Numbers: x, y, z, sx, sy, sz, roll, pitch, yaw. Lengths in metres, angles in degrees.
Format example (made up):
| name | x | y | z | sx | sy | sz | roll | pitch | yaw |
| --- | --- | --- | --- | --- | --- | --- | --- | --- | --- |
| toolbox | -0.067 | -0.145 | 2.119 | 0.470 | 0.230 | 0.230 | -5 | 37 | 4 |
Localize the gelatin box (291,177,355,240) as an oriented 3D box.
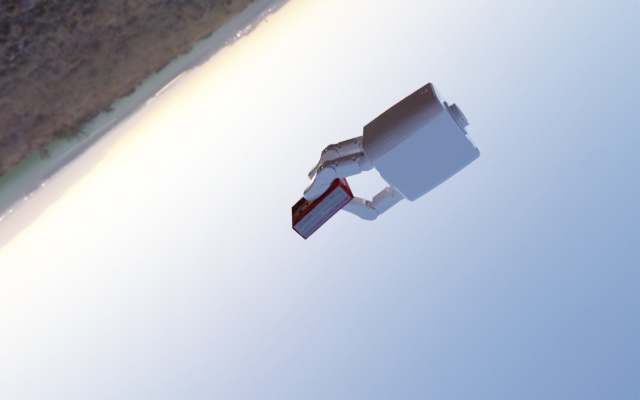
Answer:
| name | x | y | z | sx | sy | sz | roll | pitch | yaw |
| --- | --- | --- | --- | --- | --- | --- | --- | --- | --- |
| gelatin box | 0.000 | 0.003 | 0.641 | 0.030 | 0.089 | 0.073 | 44 | 12 | -17 |
